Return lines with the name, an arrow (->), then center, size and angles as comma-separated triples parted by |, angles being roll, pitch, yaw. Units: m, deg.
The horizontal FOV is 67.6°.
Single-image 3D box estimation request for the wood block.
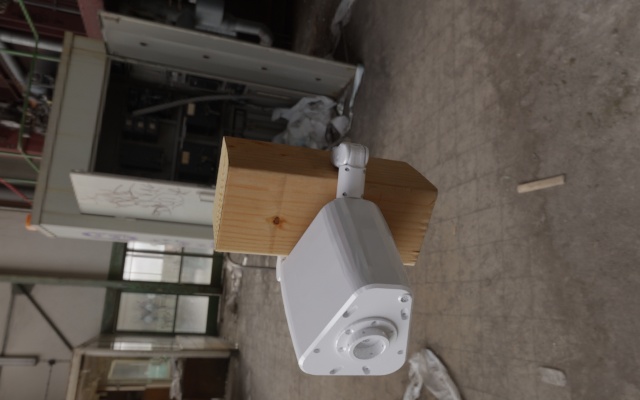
wood block -> 0.000, 0.001, 0.492 | 0.206, 0.091, 0.090 | 7, 22, -17
